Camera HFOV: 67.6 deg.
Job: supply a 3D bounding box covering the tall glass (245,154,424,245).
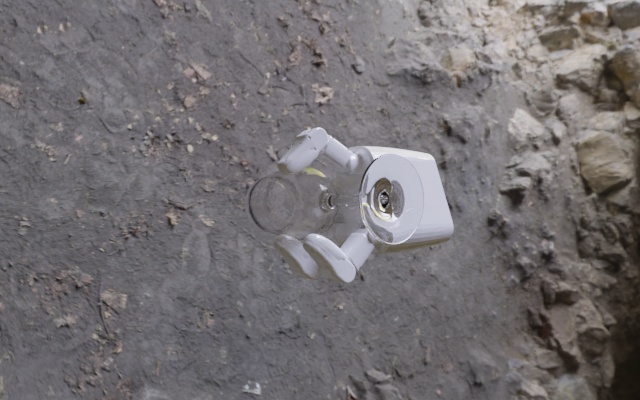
[{"bbox_3d":[0.000,0.001,0.467,0.079,0.079,0.201,0,-2,-37],"label":"tall glass"}]
